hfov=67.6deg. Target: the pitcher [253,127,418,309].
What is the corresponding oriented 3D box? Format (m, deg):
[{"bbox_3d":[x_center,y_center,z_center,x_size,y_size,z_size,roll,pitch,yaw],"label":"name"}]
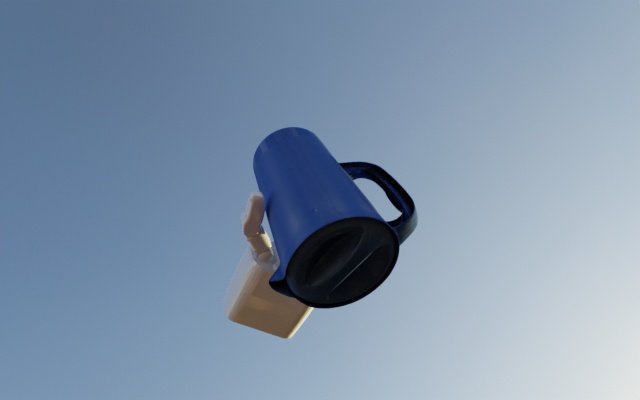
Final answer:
[{"bbox_3d":[0.000,0.002,0.605,0.149,0.145,0.242,12,30,-29],"label":"pitcher"}]
